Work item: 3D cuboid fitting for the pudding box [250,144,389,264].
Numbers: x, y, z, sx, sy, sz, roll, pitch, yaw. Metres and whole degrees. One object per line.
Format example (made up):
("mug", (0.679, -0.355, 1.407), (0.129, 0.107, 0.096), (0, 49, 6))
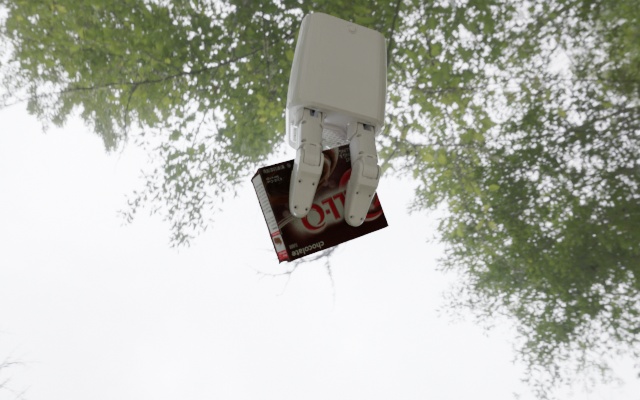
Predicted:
("pudding box", (0.000, 0.001, 0.459), (0.113, 0.090, 0.039), (-18, -5, -24))
